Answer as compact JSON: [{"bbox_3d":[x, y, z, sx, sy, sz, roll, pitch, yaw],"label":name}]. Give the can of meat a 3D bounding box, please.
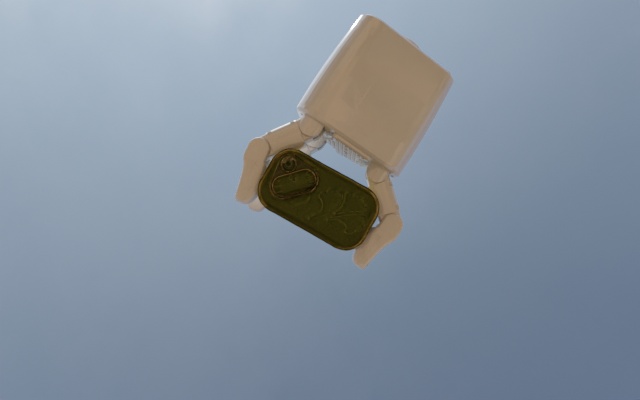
[{"bbox_3d":[0.000,0.002,0.439,0.102,0.057,0.084,29,-2,5],"label":"can of meat"}]
